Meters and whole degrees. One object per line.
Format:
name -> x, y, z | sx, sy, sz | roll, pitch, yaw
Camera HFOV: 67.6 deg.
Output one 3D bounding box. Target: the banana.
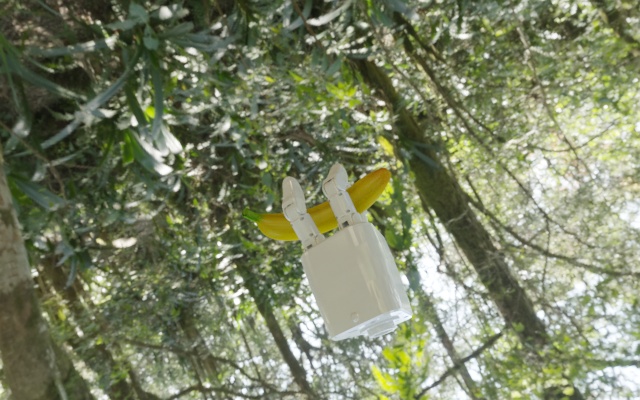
banana -> 0.002, 0.013, 0.623 | 0.198, 0.037, 0.070 | -18, -38, 7
